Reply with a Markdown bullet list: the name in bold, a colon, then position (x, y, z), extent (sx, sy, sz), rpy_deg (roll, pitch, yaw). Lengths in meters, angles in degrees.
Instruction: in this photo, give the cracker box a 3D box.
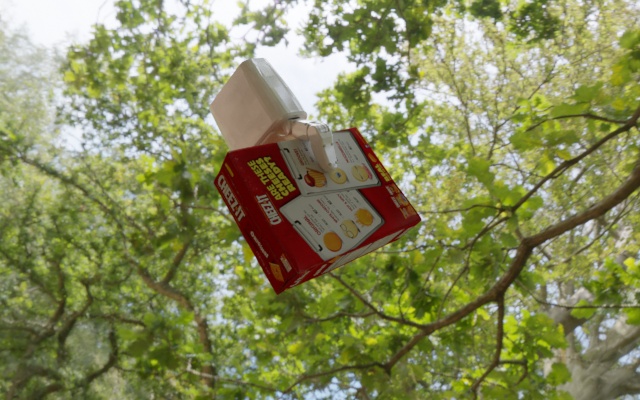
- **cracker box**: position (0.000, 0.002, 0.601), extent (0.213, 0.164, 0.072), rpy_deg (-18, -22, -39)
